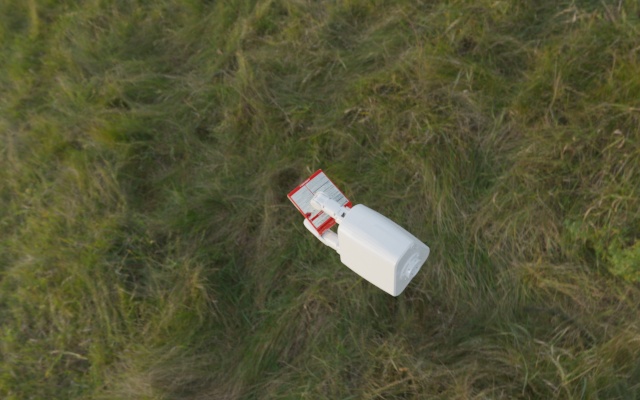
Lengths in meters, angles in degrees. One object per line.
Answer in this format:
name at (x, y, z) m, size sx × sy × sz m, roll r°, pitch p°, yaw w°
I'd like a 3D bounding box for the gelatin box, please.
gelatin box at (0.000, 0.002, 0.797) m, size 0.073 × 0.089 × 0.030 m, roll -39°, pitch -28°, yaw -4°
